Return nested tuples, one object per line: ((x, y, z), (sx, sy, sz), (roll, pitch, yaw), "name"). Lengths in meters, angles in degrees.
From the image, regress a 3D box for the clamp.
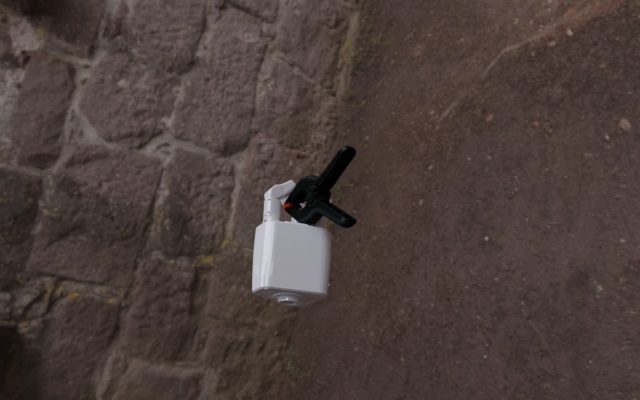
((0.000, 0.002, 0.729), (0.039, 0.120, 0.171), (17, -31, -30), "clamp")
